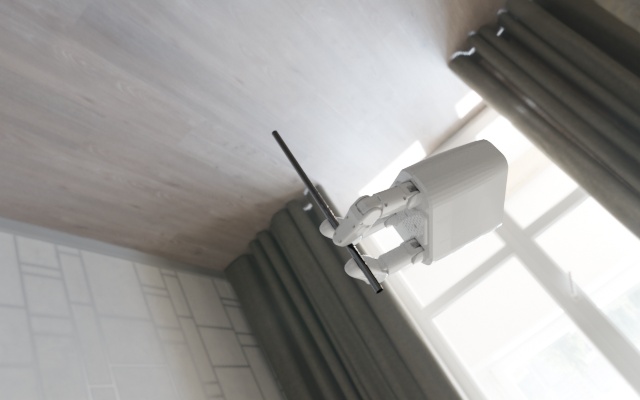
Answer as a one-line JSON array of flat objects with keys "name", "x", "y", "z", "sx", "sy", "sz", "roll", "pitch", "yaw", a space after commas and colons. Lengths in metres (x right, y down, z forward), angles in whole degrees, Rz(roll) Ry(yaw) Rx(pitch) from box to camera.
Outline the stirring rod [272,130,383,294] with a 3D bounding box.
[{"name": "stirring rod", "x": 0.000, "y": 0.002, "z": 0.518, "sx": 0.011, "sy": 0.239, "sz": 0.011, "roll": -23, "pitch": -34, "yaw": -17}]
